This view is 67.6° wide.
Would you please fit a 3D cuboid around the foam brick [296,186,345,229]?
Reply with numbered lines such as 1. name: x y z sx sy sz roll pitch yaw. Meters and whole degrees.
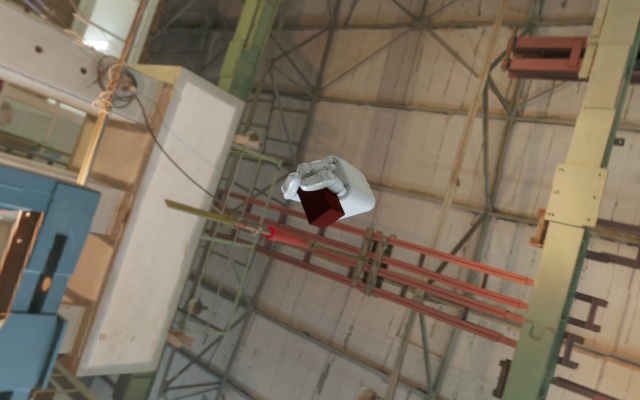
1. foam brick: 0.000 0.003 0.859 0.053 0.078 0.051 -34 -31 22
